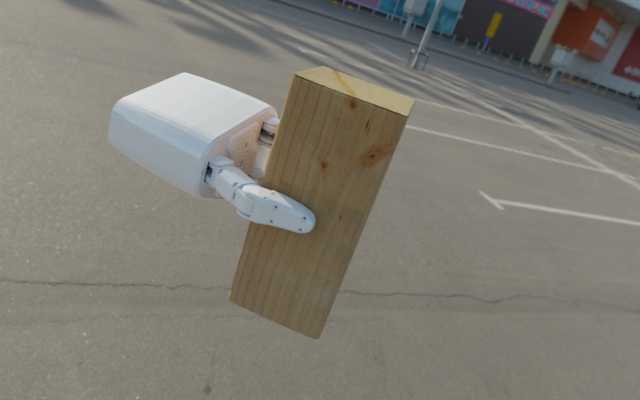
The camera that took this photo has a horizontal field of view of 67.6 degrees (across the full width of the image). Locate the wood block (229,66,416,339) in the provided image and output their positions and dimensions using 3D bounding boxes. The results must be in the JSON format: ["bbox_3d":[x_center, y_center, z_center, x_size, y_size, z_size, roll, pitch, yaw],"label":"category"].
[{"bbox_3d":[0.000,0.001,0.415,0.090,0.206,0.090,22,23,7],"label":"wood block"}]
